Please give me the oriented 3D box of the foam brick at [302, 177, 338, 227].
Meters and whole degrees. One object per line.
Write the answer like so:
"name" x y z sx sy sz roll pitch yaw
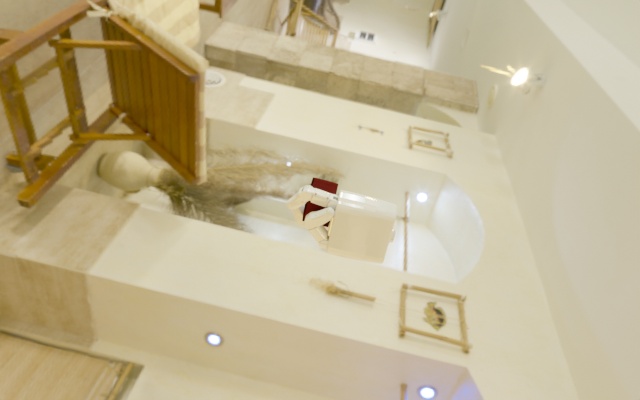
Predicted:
"foam brick" 0.000 0.003 0.898 0.051 0.053 0.078 13 37 2
